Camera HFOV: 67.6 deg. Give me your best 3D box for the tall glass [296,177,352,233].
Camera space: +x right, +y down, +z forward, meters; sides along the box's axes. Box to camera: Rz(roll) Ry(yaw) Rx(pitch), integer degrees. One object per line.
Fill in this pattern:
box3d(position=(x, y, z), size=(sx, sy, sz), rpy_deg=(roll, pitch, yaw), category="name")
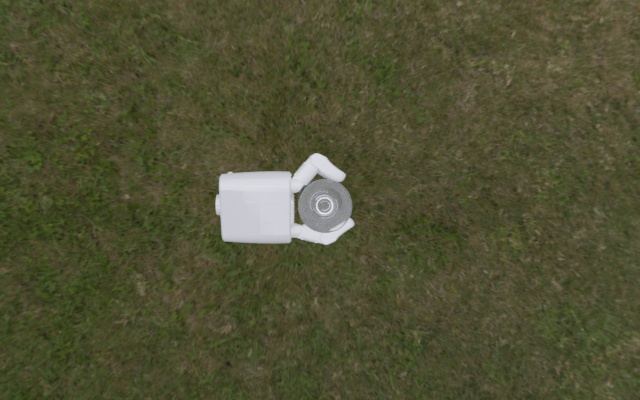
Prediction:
box3d(position=(0.000, 0.003, 0.752), size=(0.079, 0.079, 0.201), rpy_deg=(0, 3, -3), category="tall glass")
